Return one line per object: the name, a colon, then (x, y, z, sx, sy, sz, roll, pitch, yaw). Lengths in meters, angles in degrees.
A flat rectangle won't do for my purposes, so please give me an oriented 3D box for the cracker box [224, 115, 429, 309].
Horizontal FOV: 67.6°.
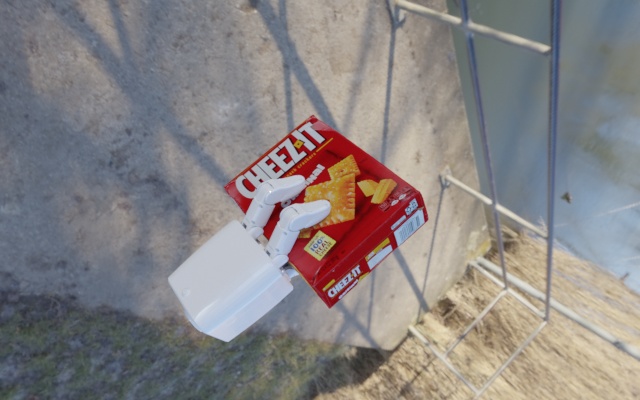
cracker box: (0.000, 0.002, 0.603, 0.213, 0.164, 0.072, 42, -12, 38)
